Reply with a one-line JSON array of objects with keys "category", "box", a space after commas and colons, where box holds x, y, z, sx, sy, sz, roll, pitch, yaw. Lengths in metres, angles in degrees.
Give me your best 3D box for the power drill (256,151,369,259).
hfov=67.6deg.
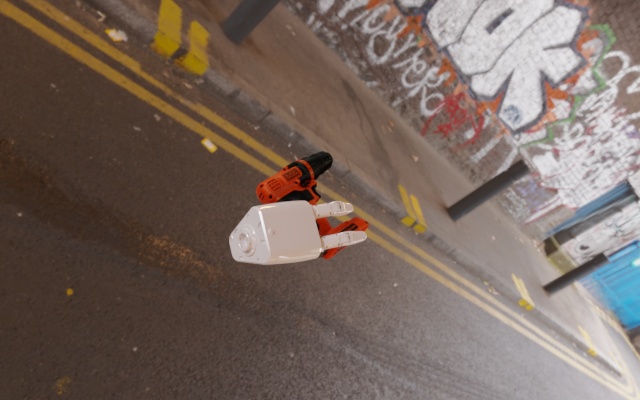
[{"category": "power drill", "box": [0.000, 0.003, 0.890, 0.184, 0.187, 0.057, -33, -16, -35]}]
